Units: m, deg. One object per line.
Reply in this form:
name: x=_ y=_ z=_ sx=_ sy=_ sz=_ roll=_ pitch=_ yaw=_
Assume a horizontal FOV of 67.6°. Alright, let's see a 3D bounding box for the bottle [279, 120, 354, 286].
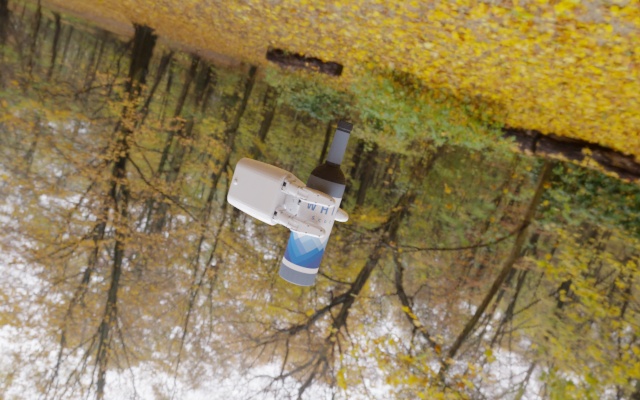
bottle: x=0.000 y=0.003 z=0.847 sx=0.069 sy=0.296 sz=0.069 roll=17 pitch=9 yaw=-3
